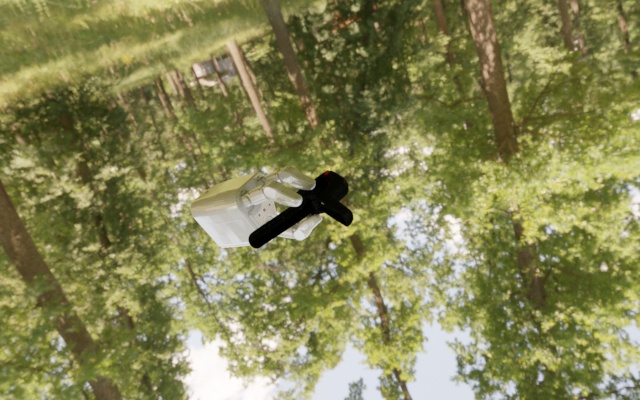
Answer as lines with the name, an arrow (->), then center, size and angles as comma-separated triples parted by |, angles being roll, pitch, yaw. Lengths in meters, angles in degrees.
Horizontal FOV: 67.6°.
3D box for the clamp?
clamp -> 0.000, 0.003, 0.742 | 0.164, 0.036, 0.210 | -11, 22, 29
